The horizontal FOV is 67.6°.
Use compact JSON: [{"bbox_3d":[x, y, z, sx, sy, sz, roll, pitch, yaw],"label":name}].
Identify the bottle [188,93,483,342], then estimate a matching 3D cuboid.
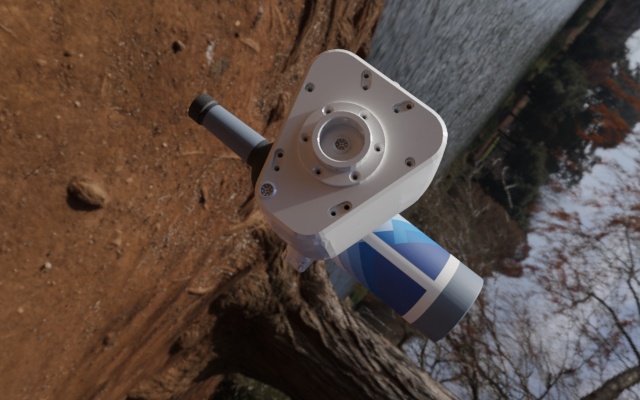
[{"bbox_3d":[0.000,0.002,0.420,0.295,0.069,0.069,38,7,9],"label":"bottle"}]
